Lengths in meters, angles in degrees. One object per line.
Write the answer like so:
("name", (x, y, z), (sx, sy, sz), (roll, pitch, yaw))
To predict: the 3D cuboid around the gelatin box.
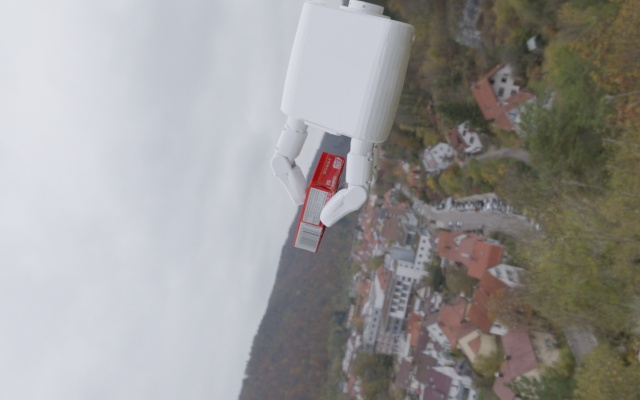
("gelatin box", (0.000, 0.002, 0.533), (0.030, 0.089, 0.073), (17, 35, 2))
